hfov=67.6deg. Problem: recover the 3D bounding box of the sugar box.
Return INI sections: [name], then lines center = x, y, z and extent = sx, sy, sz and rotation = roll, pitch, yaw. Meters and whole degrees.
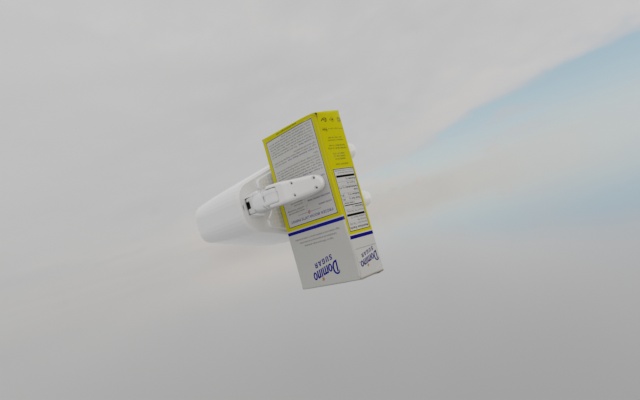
[sugar box]
center = 0.000, 0.002, 0.515
extent = 0.048, 0.176, 0.093
rotation = -14, -3, -44
